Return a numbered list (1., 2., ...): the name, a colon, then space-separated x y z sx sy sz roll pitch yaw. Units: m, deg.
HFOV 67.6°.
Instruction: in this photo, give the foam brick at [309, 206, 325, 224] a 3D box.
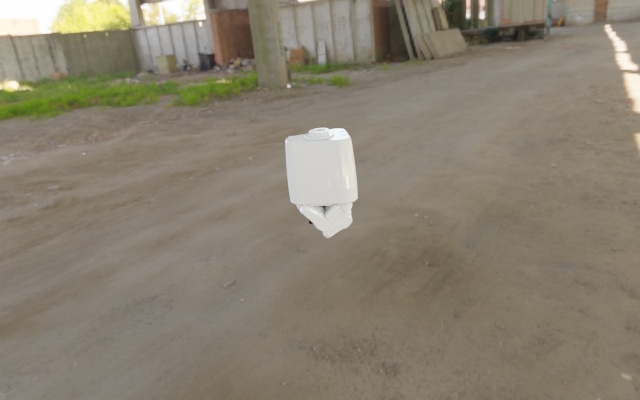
1. foam brick: 0.000 0.003 0.870 0.053 0.051 0.078 -7 20 -3
